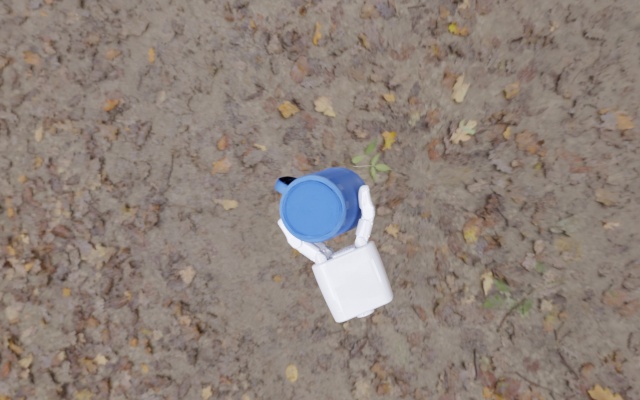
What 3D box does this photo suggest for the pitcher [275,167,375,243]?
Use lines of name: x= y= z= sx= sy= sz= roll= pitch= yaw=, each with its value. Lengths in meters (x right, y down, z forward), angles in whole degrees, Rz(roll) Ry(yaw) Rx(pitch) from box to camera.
pitcher: x=0.000 y=0.003 z=0.855 sx=0.149 sy=0.145 sz=0.243 roll=-21 pitch=-1 yaw=12
